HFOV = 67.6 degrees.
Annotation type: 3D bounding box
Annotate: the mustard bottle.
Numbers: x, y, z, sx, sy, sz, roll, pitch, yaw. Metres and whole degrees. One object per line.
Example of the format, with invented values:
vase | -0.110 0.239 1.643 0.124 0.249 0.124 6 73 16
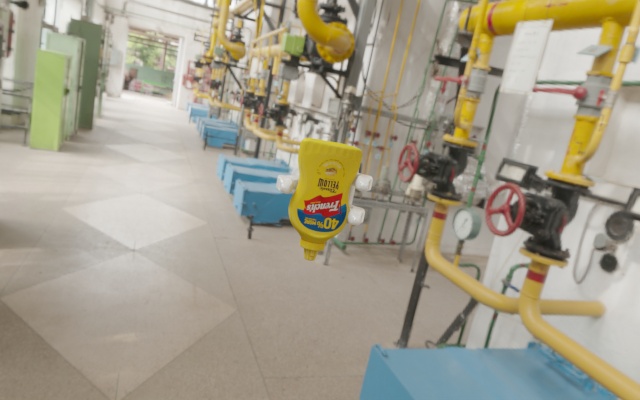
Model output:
mustard bottle | 0.000 0.002 0.757 0.096 0.192 0.058 8 11 -16
